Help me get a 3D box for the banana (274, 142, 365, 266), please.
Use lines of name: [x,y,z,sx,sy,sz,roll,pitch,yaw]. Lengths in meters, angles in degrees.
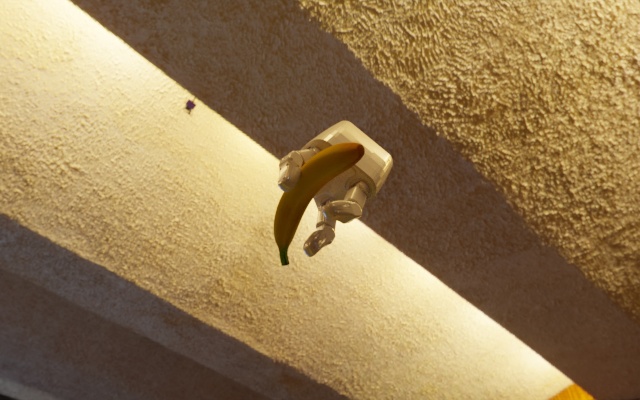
banana: [-0.013,-0.008,0.599,0.037,0.198,0.069,-9,50,-49]
